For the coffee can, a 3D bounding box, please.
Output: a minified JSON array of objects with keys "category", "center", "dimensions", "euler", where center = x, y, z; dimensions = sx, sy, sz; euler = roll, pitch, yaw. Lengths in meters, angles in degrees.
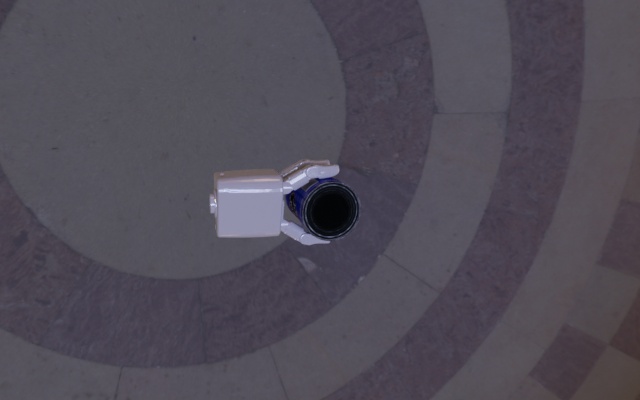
[{"category":"coffee can","center":[0.000,0.003,0.853],"dimensions":[0.103,0.103,0.140],"euler":[0,13,-16]}]
